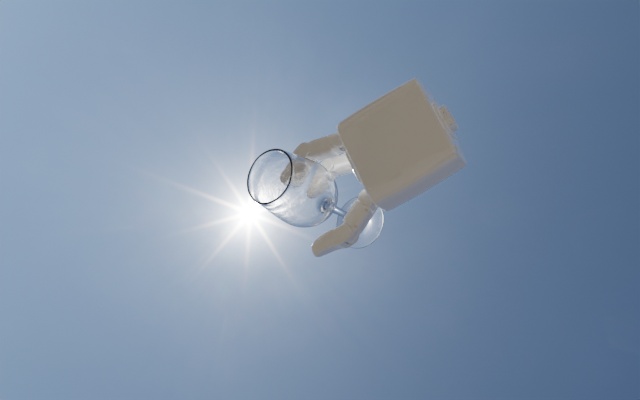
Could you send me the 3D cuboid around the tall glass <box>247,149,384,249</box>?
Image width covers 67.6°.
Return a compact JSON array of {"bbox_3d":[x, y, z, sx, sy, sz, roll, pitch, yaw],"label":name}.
[{"bbox_3d":[0.000,0.002,0.577,0.079,0.079,0.201,0,-16,35],"label":"tall glass"}]
